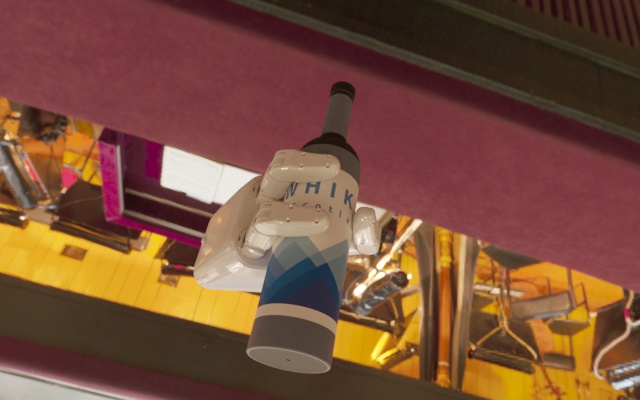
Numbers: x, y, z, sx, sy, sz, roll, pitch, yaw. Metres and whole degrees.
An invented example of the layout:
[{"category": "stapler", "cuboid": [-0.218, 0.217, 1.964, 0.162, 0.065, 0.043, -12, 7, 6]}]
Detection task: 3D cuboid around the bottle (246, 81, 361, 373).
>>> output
[{"category": "bottle", "cuboid": [0.000, 0.002, 0.445, 0.069, 0.295, 0.069, 8, -32, 5]}]
